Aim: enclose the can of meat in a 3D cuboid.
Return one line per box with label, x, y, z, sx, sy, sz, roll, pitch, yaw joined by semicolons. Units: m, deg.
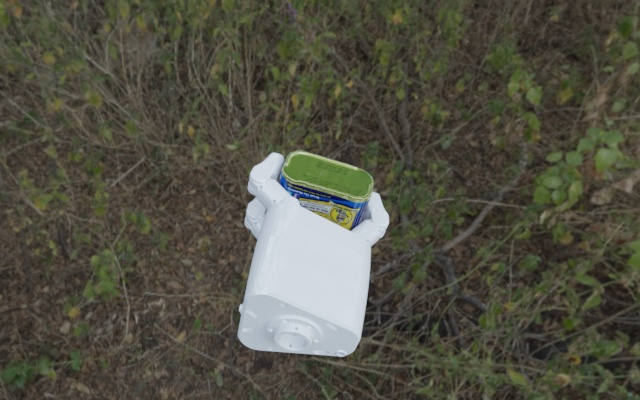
can of meat;0.000;0.001;0.521;0.102;0.084;0.057;16;43;-1
